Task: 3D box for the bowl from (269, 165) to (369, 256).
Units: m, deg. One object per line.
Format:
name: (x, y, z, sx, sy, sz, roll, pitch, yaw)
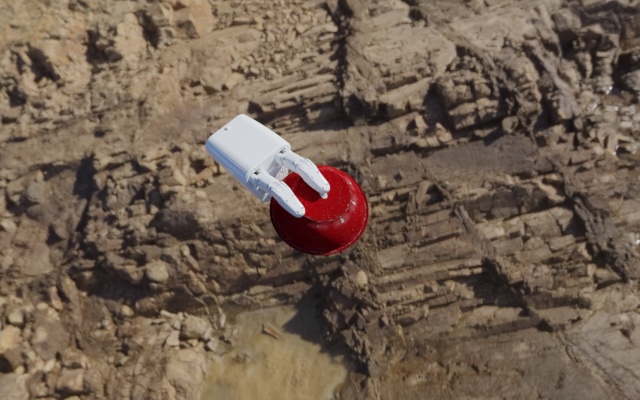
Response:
bowl: (0.001, 0.003, 0.750, 0.162, 0.162, 0.055, 0, -26, -5)
